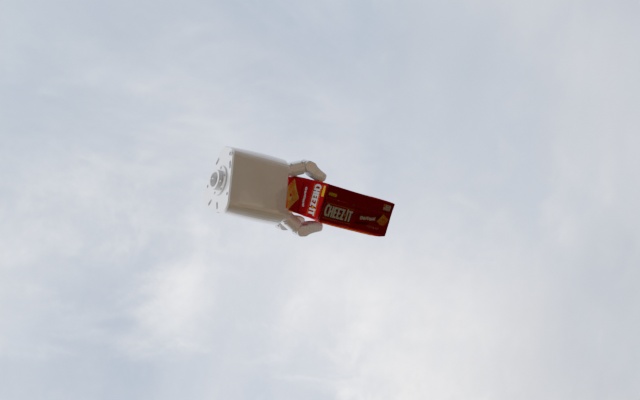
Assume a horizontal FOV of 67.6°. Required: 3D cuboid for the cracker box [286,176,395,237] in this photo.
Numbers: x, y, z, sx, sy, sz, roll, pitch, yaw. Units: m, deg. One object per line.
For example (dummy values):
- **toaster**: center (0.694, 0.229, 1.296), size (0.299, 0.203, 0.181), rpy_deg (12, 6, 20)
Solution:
- **cracker box**: center (0.000, 0.003, 0.878), size (0.164, 0.072, 0.213), rpy_deg (14, 1, -39)
